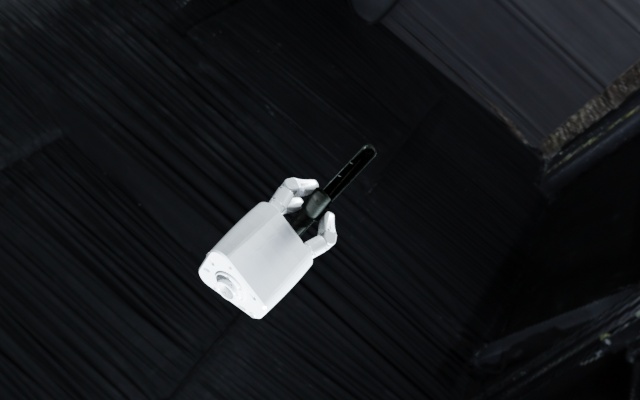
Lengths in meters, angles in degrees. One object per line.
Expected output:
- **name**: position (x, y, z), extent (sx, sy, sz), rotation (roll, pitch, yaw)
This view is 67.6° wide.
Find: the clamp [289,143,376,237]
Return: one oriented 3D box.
- **clamp**: position (0.000, 0.003, 0.730), extent (0.164, 0.036, 0.210), rotation (-43, -4, -41)
